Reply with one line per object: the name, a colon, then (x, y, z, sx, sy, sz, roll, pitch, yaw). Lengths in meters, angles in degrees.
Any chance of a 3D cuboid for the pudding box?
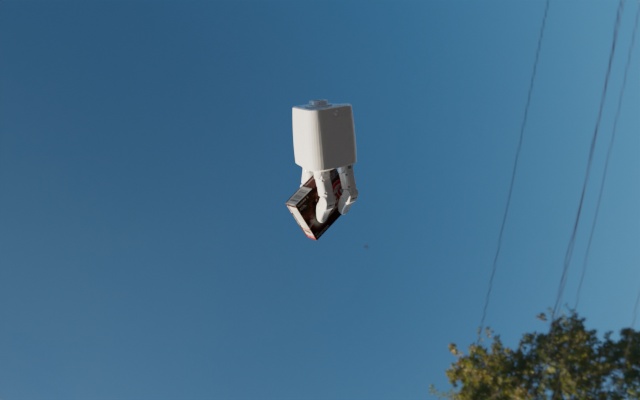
pudding box: (0.000, 0.003, 0.884, 0.113, 0.090, 0.039, -44, 34, -21)
